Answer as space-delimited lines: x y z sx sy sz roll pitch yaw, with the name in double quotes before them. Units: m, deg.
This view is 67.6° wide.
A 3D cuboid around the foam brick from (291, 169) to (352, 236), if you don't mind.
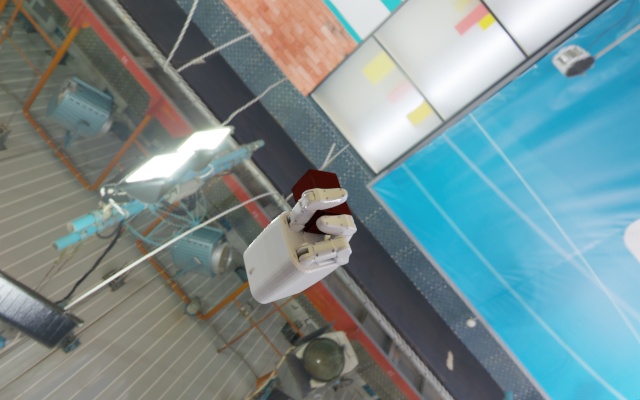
"foam brick" 0.000 0.002 0.686 0.053 0.078 0.051 10 -41 -37
